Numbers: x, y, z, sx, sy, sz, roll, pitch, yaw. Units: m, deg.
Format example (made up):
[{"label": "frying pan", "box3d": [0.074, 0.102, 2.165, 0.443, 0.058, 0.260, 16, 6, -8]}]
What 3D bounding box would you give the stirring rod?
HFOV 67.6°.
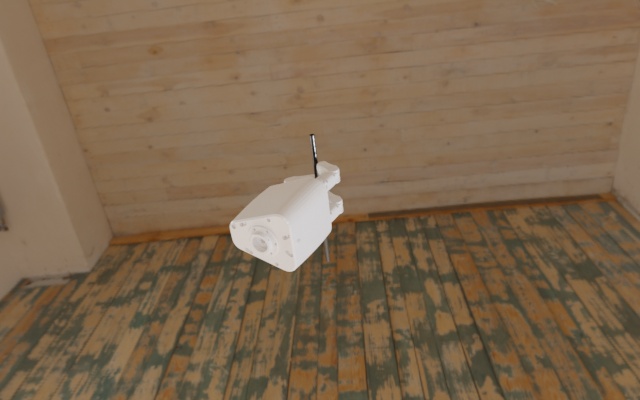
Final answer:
[{"label": "stirring rod", "box3d": [0.000, 0.003, 0.804, 0.011, 0.240, 0.011, -6, 28, 3]}]
